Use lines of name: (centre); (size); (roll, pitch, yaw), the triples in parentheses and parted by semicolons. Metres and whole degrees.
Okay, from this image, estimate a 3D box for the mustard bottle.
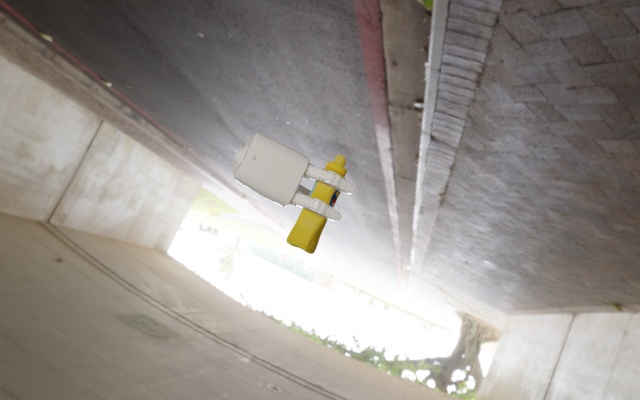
mustard bottle: (0.000, 0.003, 0.889); (0.058, 0.191, 0.096); (24, -8, 6)
